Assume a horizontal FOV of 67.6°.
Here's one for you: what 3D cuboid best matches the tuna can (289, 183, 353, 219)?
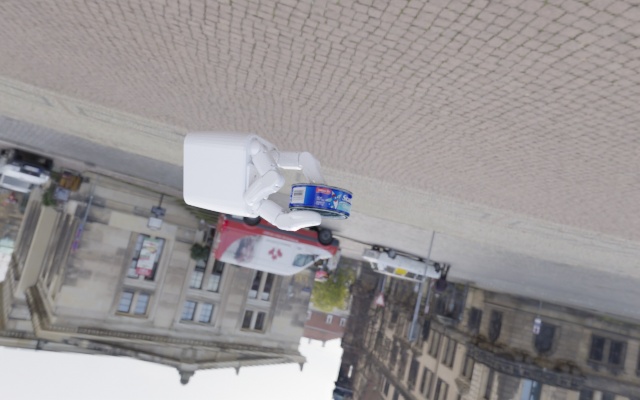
[{"bbox_3d":[0.000,0.003,0.651,0.086,0.033,0.086,8,-9,1],"label":"tuna can"}]
